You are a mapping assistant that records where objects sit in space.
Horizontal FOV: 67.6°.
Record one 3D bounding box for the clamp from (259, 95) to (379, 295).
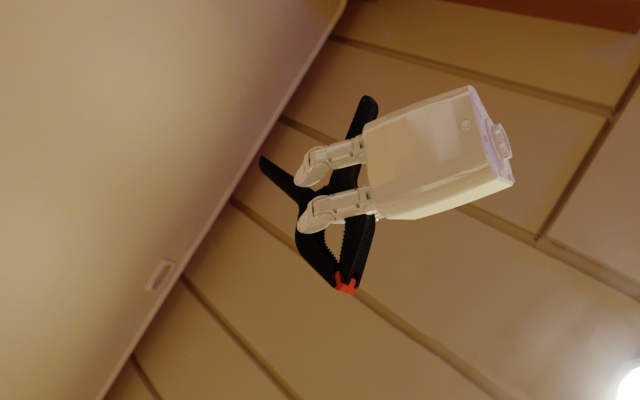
[{"bbox_3d":[0.001,0.002,0.521,0.164,0.210,0.036,-20,-30,30],"label":"clamp"}]
